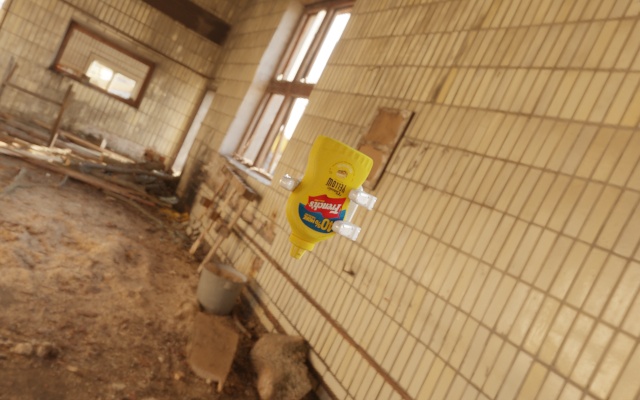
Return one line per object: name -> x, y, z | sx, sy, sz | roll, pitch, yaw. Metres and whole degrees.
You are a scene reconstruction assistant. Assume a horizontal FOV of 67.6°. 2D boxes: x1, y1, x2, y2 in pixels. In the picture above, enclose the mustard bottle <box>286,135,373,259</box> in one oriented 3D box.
mustard bottle -> 0.000, 0.002, 0.744 | 0.096, 0.191, 0.058 | 24, 4, -26
